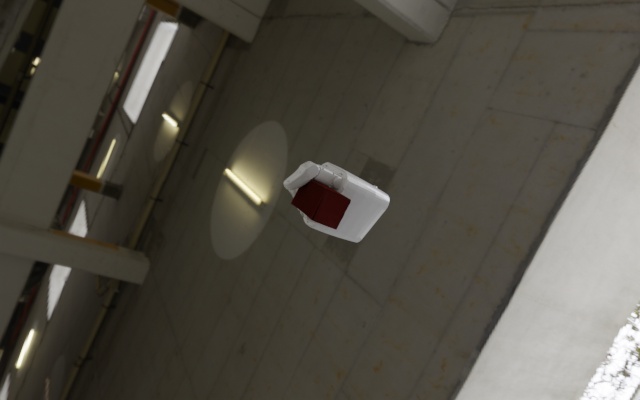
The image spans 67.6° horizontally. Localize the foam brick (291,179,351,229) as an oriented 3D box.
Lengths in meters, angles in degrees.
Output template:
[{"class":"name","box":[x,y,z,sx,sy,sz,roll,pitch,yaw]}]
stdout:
[{"class":"foam brick","box":[0.000,0.003,0.741,0.051,0.053,0.078,24,6,-32]}]
